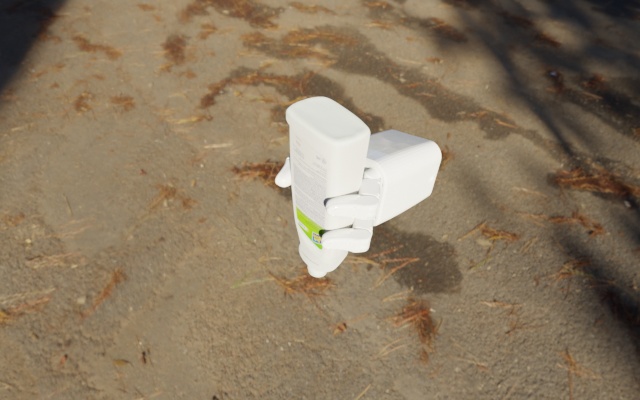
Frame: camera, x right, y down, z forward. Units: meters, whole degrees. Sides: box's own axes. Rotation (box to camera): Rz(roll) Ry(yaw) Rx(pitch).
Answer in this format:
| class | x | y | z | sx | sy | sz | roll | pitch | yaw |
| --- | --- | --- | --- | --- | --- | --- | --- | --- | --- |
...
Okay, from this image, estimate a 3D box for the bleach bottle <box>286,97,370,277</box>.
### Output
| class | x | y | z | sx | sy | sz | roll | pitch | yaw |
| --- | --- | --- | --- | --- | --- | --- | --- | --- | --- |
| bleach bottle | 0.000 | 0.002 | 0.614 | 0.068 | 0.251 | 0.102 | -25 | 50 | -30 |
